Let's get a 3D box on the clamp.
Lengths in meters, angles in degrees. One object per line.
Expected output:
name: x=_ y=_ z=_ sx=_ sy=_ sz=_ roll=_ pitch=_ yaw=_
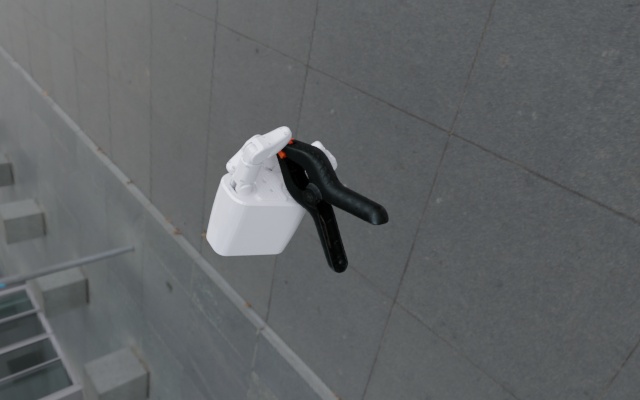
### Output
clamp: x=0.000 y=0.002 z=0.565 sx=0.039 sy=0.120 sz=0.171 roll=-14 pitch=53 yaw=-42
